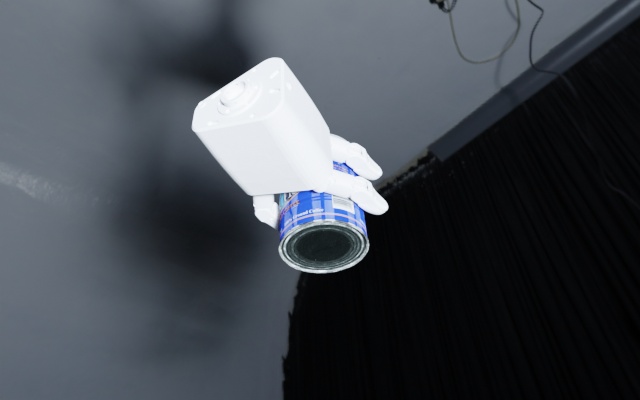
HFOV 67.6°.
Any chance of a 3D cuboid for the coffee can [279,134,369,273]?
[{"bbox_3d":[0.000,0.002,0.583,0.103,0.140,0.103,-3,-40,-2],"label":"coffee can"}]
